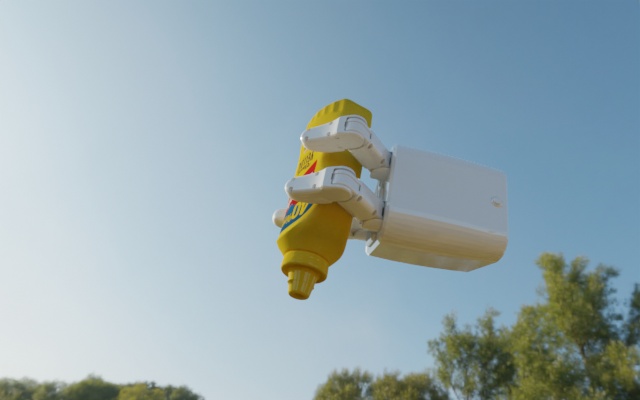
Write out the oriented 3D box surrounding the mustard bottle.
[{"bbox_3d":[0.000,0.001,0.449,0.058,0.191,0.096,26,-34,-20],"label":"mustard bottle"}]
